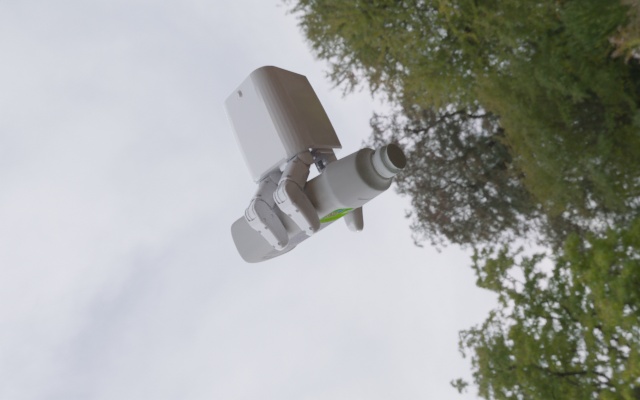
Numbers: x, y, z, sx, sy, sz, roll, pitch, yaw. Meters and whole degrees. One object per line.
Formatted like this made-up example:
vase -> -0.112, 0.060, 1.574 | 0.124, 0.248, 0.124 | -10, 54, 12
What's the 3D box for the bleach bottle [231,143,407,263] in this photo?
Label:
bleach bottle -> 0.000, 0.002, 0.555 | 0.102, 0.068, 0.251 | -18, -9, -47
